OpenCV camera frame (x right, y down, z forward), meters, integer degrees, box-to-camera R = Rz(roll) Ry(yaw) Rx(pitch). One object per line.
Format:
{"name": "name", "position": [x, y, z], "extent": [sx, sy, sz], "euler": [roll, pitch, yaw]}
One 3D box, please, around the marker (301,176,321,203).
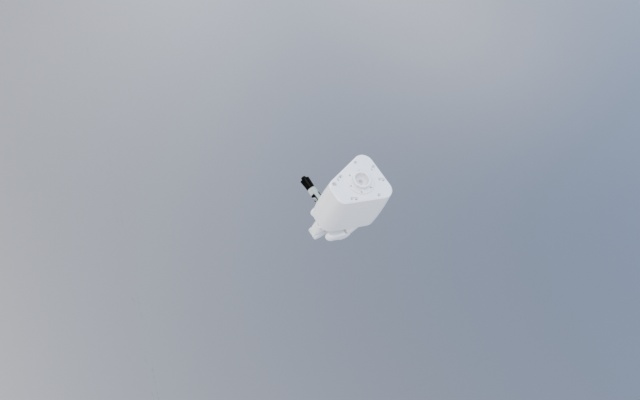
{"name": "marker", "position": [0.000, 0.003, 0.896], "extent": [0.020, 0.121, 0.020], "euler": [-32, -16, -10]}
